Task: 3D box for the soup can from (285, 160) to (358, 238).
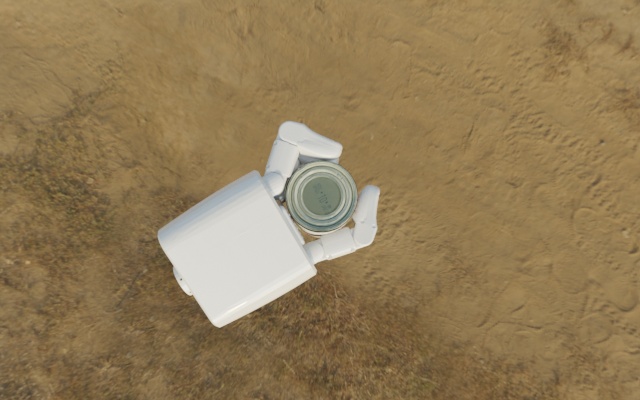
[{"bbox_3d":[0.001,0.001,0.477,0.068,0.068,0.102,0,-7,-1],"label":"soup can"}]
